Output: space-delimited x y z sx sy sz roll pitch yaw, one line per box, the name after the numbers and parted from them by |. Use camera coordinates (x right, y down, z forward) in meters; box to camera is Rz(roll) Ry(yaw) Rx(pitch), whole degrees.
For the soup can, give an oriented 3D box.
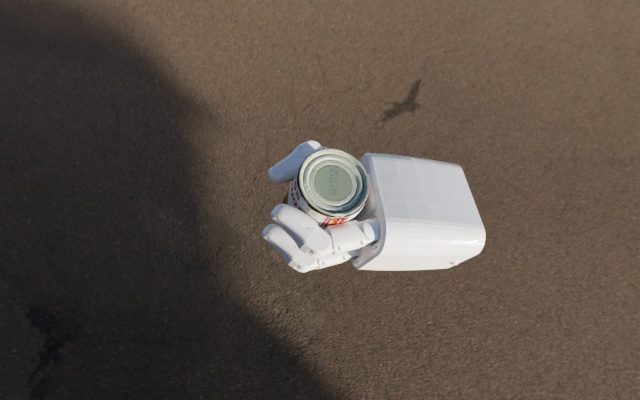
0.000 0.001 0.462 0.068 0.068 0.102 0 -21 -15 | soup can
